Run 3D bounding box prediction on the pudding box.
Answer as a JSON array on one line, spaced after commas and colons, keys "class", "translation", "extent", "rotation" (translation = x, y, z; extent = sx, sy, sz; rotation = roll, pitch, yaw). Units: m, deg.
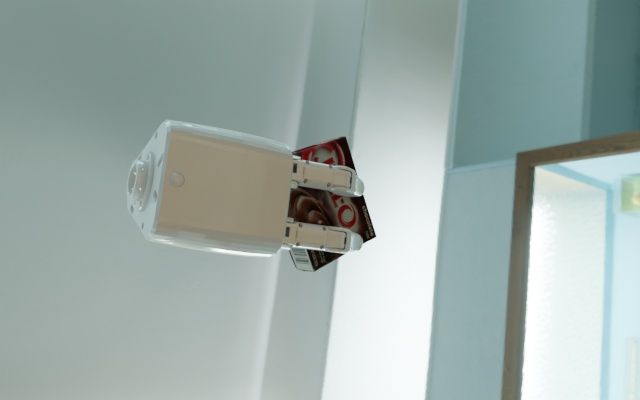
[{"class": "pudding box", "translation": [0.000, 0.002, 0.475], "extent": [0.090, 0.113, 0.039], "rotation": [-24, 12, -36]}]
